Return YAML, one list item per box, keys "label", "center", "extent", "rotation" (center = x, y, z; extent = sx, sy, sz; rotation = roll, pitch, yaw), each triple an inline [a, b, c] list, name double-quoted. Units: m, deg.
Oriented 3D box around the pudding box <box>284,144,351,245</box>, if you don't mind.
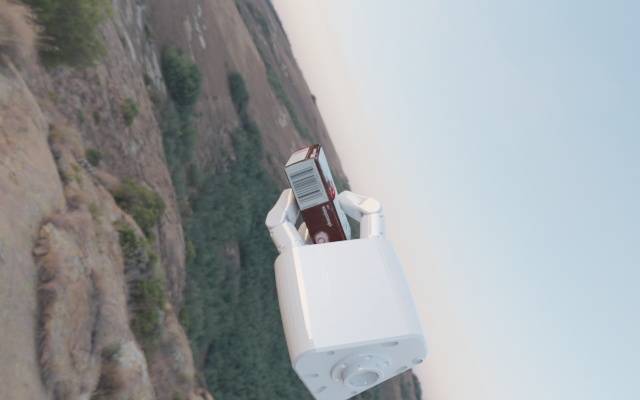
- label: "pudding box"
  center: [0.000, 0.002, 0.517]
  extent: [0.039, 0.113, 0.090]
  rotation: [-17, 14, 6]
